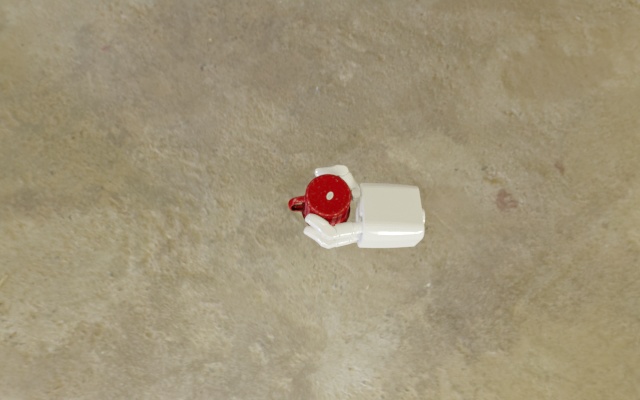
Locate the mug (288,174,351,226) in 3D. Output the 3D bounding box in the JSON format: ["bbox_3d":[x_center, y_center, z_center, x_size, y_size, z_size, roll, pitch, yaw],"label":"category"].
[{"bbox_3d":[-0.001,0.003,0.862,0.117,0.093,0.081,-1,-19,-3],"label":"mug"}]
